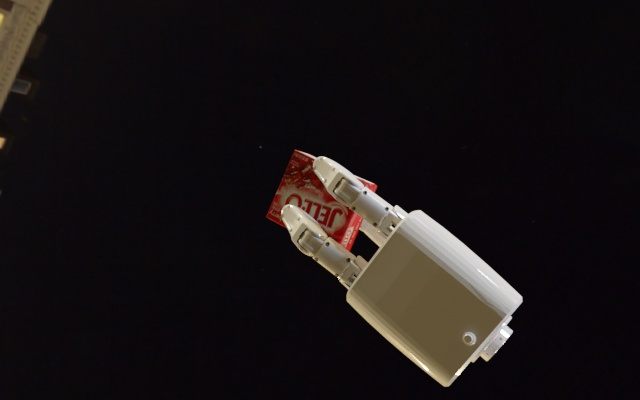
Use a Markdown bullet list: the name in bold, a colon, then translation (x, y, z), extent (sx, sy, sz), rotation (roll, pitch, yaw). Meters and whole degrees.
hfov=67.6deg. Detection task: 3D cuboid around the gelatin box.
- **gelatin box**: translation (0.000, 0.001, 0.457), extent (0.089, 0.073, 0.030), rotation (27, 7, 30)
